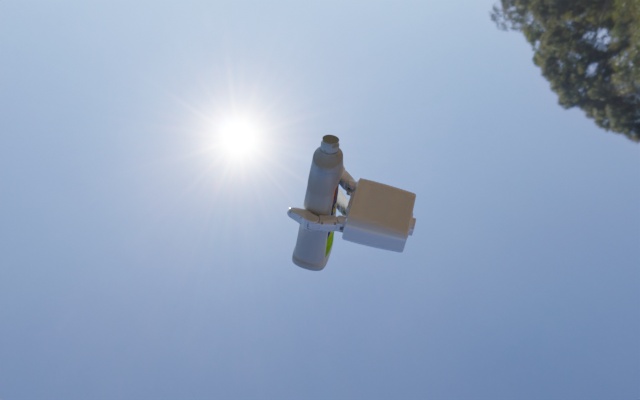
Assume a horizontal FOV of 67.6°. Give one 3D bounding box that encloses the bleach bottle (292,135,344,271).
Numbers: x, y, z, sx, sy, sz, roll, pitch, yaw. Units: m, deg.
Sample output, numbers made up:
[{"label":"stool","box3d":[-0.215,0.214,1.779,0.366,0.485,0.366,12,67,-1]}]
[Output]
[{"label":"bleach bottle","box3d":[0.000,0.003,0.843,0.068,0.251,0.102,15,39,8]}]
